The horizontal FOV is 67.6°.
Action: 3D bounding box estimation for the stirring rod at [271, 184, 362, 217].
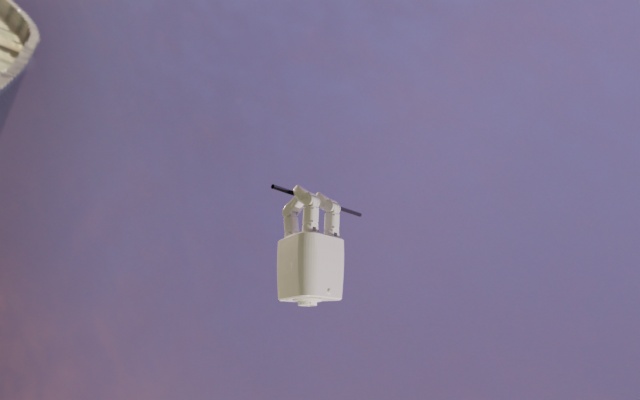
[{"bbox_3d":[0.000,0.003,0.887,0.011,0.011,0.239,0,-13,43],"label":"stirring rod"}]
